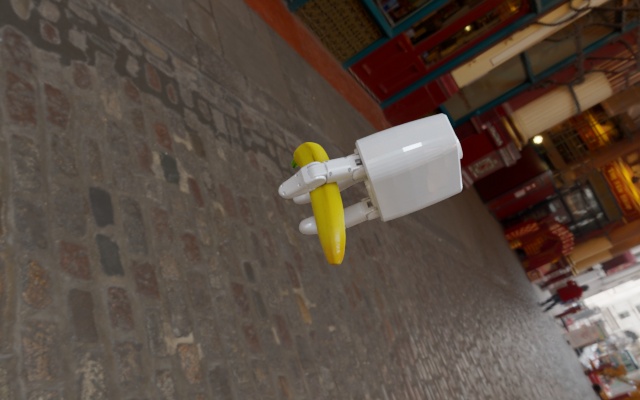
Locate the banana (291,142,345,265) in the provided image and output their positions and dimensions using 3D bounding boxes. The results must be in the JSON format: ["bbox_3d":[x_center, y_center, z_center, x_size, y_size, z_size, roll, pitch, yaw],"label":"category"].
[{"bbox_3d":[-0.001,-0.014,0.577,0.037,0.070,0.197,-9,43,-10],"label":"banana"}]
